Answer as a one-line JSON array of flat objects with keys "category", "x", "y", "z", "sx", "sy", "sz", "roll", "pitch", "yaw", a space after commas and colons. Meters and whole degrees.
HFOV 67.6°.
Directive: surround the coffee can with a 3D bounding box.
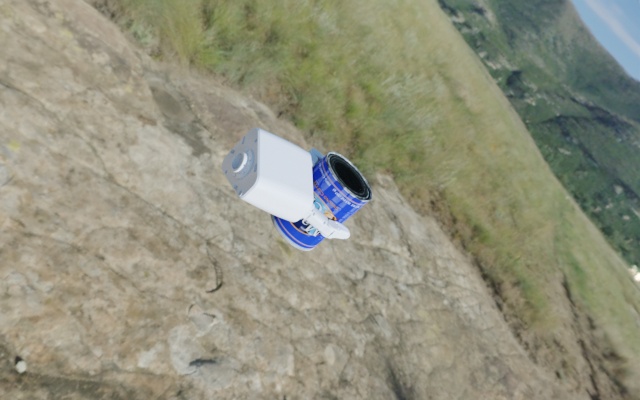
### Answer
[{"category": "coffee can", "x": 0.000, "y": 0.003, "z": 0.792, "sx": 0.140, "sy": 0.102, "sz": 0.103, "roll": -42, "pitch": -21, "yaw": 25}]
